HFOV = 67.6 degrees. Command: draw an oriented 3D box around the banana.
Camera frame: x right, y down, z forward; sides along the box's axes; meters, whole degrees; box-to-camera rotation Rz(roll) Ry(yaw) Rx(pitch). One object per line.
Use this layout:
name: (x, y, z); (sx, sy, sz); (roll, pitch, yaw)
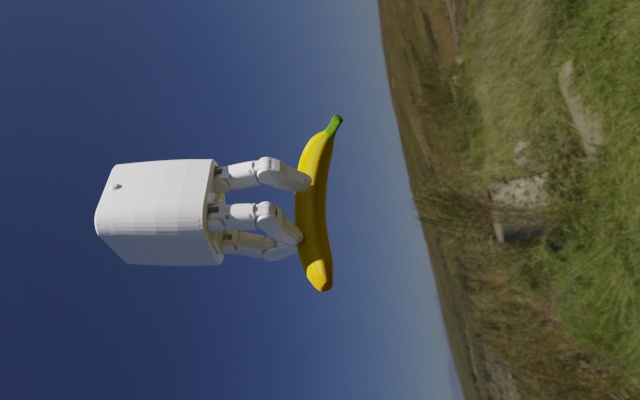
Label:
banana: (-0.006, 0.005, 0.522); (0.037, 0.197, 0.070); (9, -22, -17)
